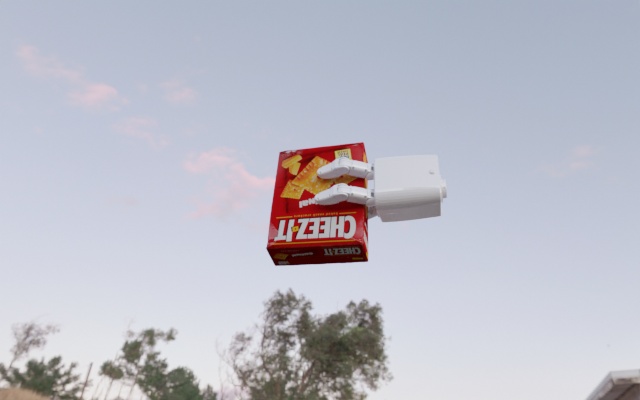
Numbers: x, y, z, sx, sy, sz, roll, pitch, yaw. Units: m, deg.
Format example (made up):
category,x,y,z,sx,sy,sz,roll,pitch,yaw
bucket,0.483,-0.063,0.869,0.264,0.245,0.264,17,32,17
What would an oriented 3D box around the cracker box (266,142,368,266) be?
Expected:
category,x,y,z,sx,sy,sz,roll,pitch,yaw
cracker box,0.000,0.003,0.841,0.164,0.213,0.072,-4,-36,12
